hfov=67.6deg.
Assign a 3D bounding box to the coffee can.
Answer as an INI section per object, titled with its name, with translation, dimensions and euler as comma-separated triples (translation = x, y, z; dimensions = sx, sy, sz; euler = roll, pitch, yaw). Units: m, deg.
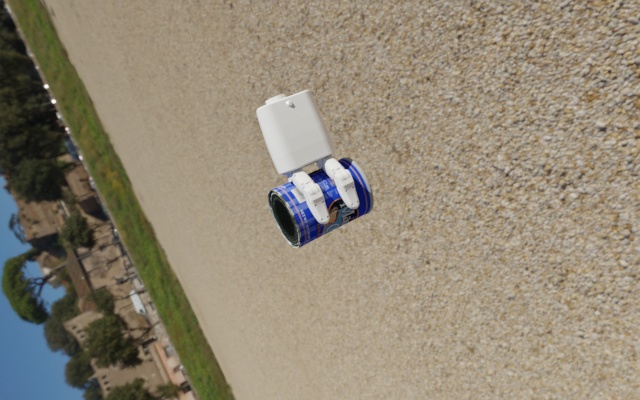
[coffee can]
translation = 0.000, 0.003, 0.775
dimensions = 0.140, 0.103, 0.103
euler = -25, 10, -21
